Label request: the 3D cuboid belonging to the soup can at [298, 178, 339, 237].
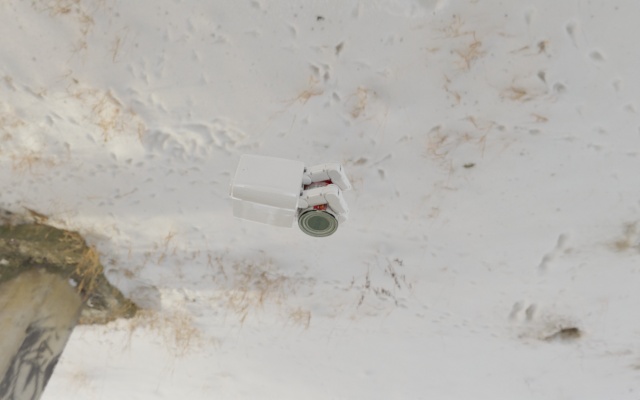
[{"bbox_3d":[0.001,0.003,0.804,0.068,0.102,0.069,4,-43,3],"label":"soup can"}]
